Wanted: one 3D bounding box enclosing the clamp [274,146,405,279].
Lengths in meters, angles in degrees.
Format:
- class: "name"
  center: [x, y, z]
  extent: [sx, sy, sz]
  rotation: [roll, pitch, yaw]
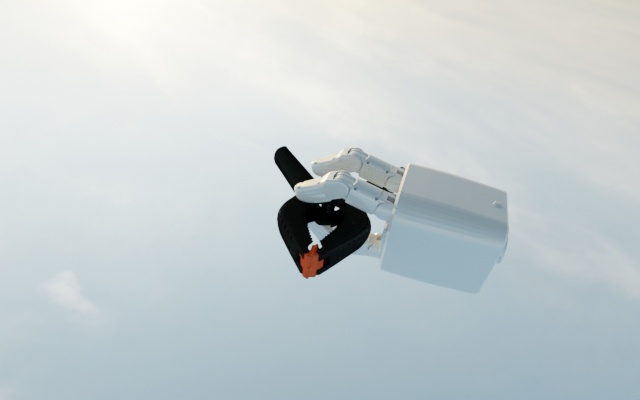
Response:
- class: "clamp"
  center: [0.000, 0.003, 0.511]
  extent: [0.164, 0.036, 0.210]
  rotation: [14, 34, 12]
